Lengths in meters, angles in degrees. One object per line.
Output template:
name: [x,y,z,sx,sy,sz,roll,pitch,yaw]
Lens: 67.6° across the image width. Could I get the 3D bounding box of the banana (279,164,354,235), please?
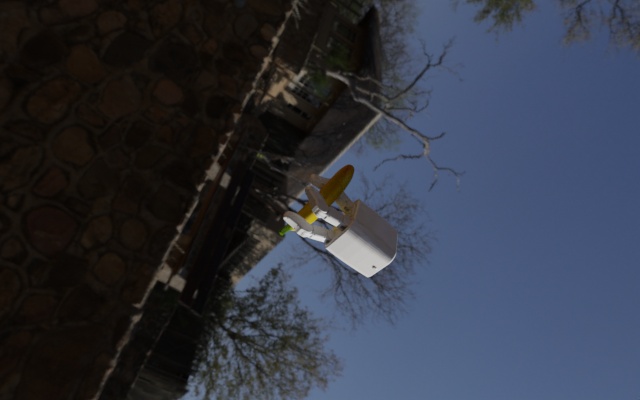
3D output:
banana: [0.003,0.001,0.911,0.198,0.037,0.069,-45,-1,21]
